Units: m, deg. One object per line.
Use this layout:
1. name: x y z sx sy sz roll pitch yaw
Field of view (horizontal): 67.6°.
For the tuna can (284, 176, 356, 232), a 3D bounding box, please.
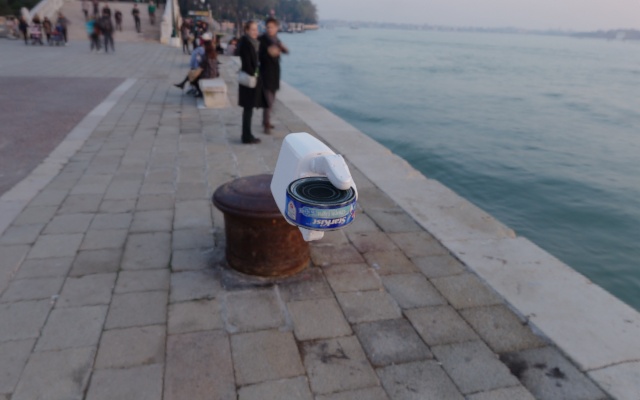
1. tuna can: 0.000 0.001 0.574 0.086 0.034 0.086 4 26 -2
